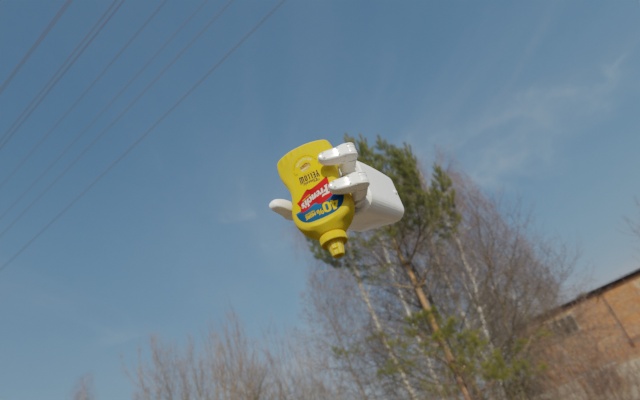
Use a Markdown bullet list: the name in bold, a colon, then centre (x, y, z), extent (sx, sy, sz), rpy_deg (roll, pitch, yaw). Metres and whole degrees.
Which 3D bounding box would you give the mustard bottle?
- **mustard bottle**: centre (0.000, 0.002, 0.738), extent (0.096, 0.191, 0.058), rpy_deg (-24, -30, 8)
